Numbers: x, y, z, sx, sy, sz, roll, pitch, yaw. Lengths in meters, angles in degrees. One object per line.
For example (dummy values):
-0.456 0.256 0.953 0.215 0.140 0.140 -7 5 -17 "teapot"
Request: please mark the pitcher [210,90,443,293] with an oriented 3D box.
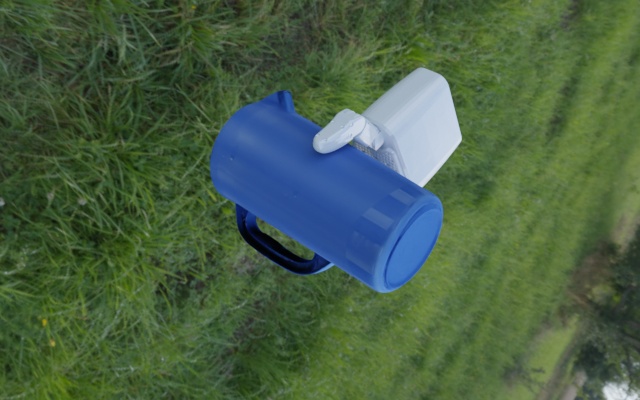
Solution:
0.000 0.002 0.520 0.242 0.145 0.149 32 -24 33 "pitcher"
